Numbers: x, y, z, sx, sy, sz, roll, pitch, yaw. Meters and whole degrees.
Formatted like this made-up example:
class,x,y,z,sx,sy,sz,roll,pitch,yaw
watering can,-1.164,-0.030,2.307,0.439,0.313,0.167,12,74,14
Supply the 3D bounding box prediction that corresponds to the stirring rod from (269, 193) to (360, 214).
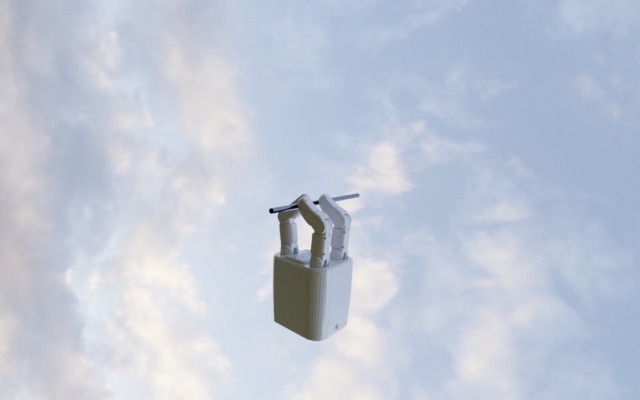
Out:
class,x,y,z,sx,sy,sz,roll,pitch,yaw
stirring rod,0.000,0.002,0.715,0.011,0.011,0.239,0,5,32
